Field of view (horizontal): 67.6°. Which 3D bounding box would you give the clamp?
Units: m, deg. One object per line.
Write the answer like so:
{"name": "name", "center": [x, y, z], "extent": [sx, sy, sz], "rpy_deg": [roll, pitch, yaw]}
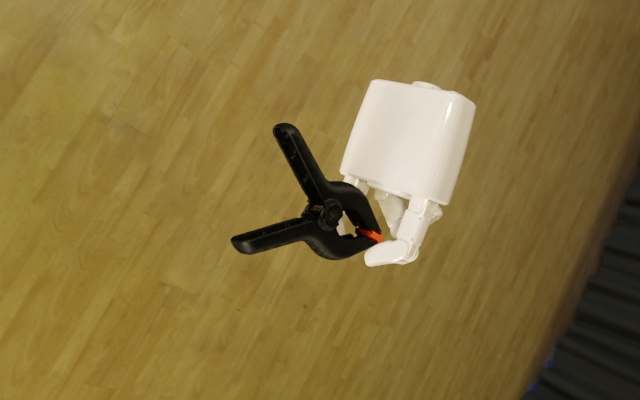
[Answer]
{"name": "clamp", "center": [0.001, 0.002, 0.460], "extent": [0.171, 0.120, 0.039], "rpy_deg": [15, 3, -43]}
